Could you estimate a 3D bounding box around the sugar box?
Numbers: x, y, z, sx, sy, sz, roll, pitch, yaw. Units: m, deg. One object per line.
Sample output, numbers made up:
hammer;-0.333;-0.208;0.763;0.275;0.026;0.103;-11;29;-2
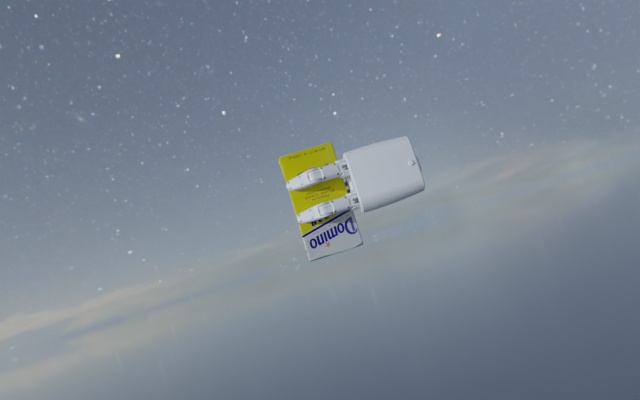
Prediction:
sugar box;0.000;0.002;0.782;0.093;0.176;0.048;-18;-6;-4
